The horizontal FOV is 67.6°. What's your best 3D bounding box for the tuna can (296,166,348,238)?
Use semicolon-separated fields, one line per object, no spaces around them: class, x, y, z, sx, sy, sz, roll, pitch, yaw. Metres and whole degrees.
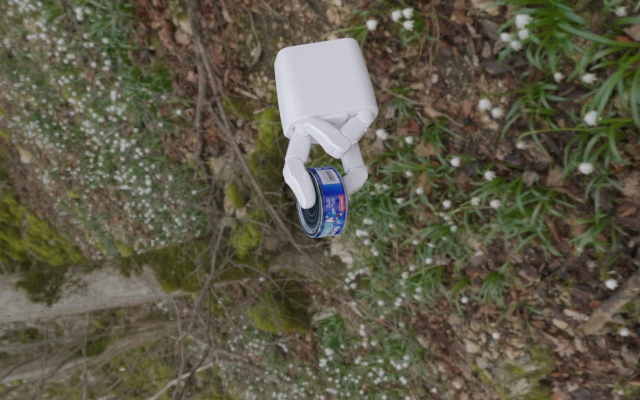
tuna can;0.000;0.002;0.579;0.034;0.086;0.086;-6;2;-23
